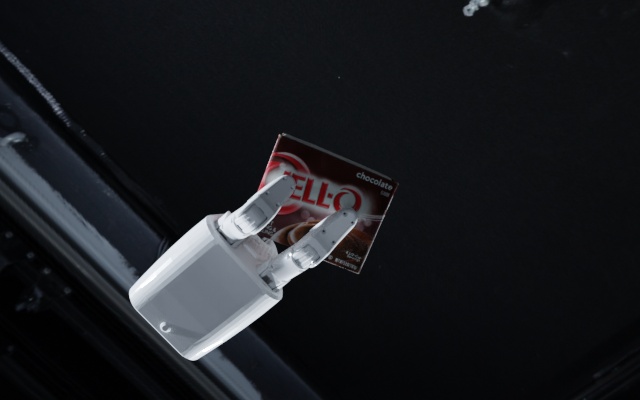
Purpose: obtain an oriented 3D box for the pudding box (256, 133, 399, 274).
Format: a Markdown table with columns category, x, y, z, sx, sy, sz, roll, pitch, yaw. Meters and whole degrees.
| category | x | y | z | sx | sy | sz | roll | pitch | yaw |
| --- | --- | --- | --- | --- | --- | --- | --- | --- | --- |
| pudding box | 0.000 | 0.001 | 0.428 | 0.113 | 0.090 | 0.039 | 21 | 13 | -4 |
